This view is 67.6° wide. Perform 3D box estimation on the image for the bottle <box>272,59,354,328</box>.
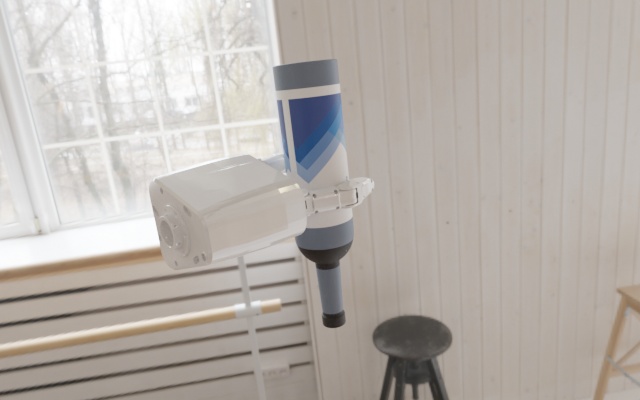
[{"bbox_3d":[0.000,0.001,0.522,0.069,0.296,0.069,-6,15,2],"label":"bottle"}]
